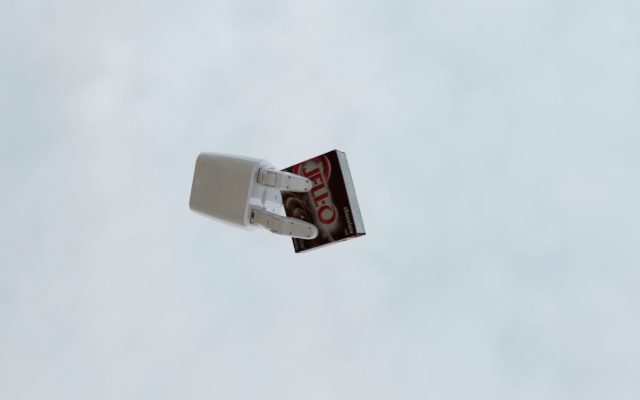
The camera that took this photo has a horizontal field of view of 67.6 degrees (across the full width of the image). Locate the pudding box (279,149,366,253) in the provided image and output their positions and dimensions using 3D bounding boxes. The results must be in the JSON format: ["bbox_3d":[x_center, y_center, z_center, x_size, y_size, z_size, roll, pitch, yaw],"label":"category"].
[{"bbox_3d":[0.000,0.002,0.606,0.090,0.113,0.039,-19,-9,26],"label":"pudding box"}]
